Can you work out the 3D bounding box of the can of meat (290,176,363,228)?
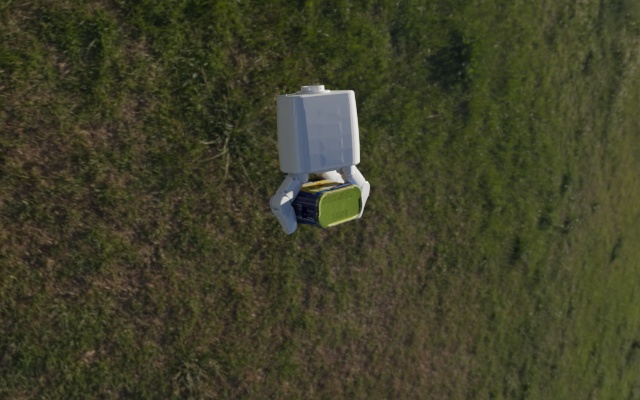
[{"bbox_3d":[0.000,0.002,0.702,0.084,0.057,0.102,10,19,42],"label":"can of meat"}]
